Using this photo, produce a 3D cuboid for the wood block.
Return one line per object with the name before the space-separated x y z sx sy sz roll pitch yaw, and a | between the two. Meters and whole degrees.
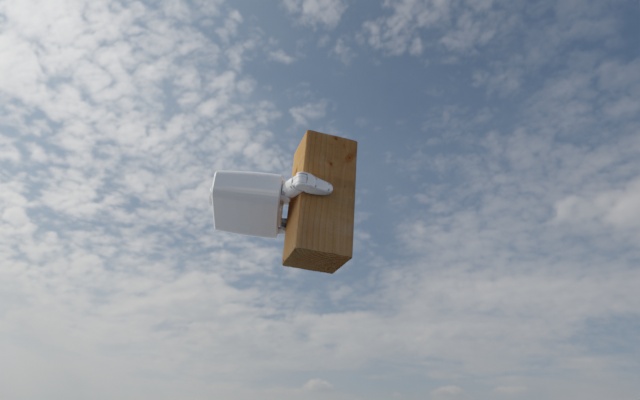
wood block | 0.000 0.002 0.774 0.090 0.206 0.091 12 -27 -14
